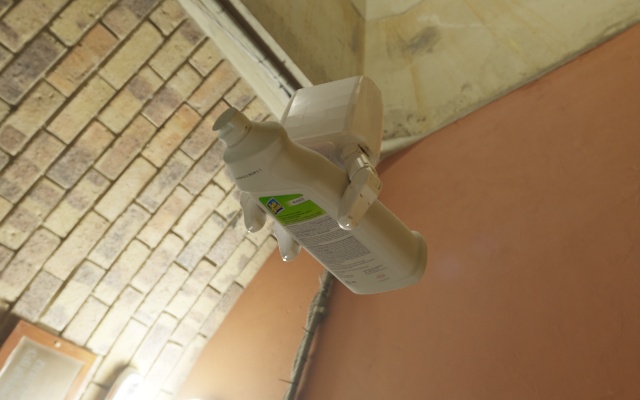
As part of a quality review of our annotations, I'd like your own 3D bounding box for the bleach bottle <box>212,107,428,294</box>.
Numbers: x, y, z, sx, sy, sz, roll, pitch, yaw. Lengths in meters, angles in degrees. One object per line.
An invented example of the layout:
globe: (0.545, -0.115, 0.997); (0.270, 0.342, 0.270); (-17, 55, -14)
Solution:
bleach bottle: (0.000, 0.002, 0.470); (0.102, 0.068, 0.251); (-21, -50, 35)
